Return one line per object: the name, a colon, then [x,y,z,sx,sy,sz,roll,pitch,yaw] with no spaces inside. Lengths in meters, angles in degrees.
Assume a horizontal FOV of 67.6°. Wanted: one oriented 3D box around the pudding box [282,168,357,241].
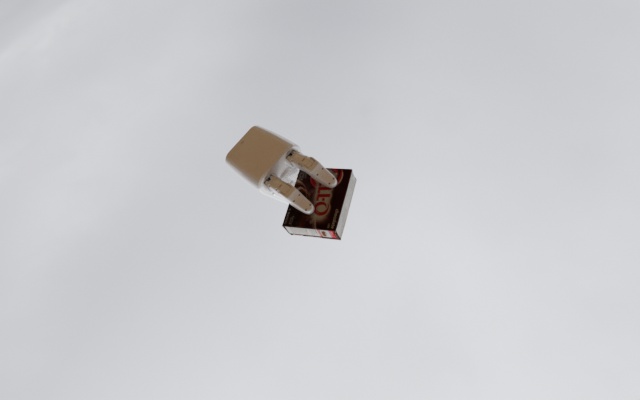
pudding box: [0.000,0.003,0.749,0.090,0.113,0.039,4,-26,24]
